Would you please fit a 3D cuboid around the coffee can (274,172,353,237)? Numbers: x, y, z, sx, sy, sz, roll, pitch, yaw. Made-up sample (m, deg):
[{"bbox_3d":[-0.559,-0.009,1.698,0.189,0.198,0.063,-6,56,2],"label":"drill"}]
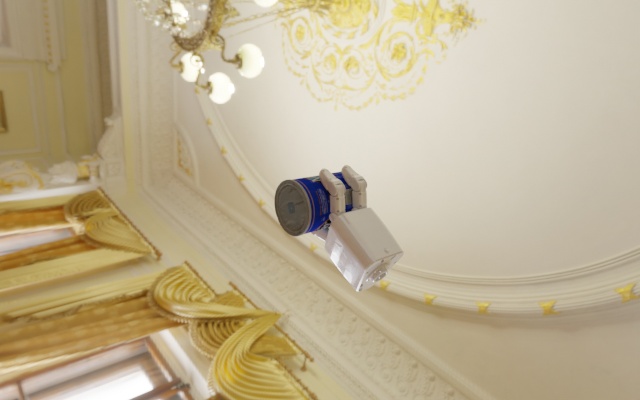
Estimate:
[{"bbox_3d":[0.000,0.003,0.890,0.140,0.103,0.103,-12,7,-39],"label":"coffee can"}]
